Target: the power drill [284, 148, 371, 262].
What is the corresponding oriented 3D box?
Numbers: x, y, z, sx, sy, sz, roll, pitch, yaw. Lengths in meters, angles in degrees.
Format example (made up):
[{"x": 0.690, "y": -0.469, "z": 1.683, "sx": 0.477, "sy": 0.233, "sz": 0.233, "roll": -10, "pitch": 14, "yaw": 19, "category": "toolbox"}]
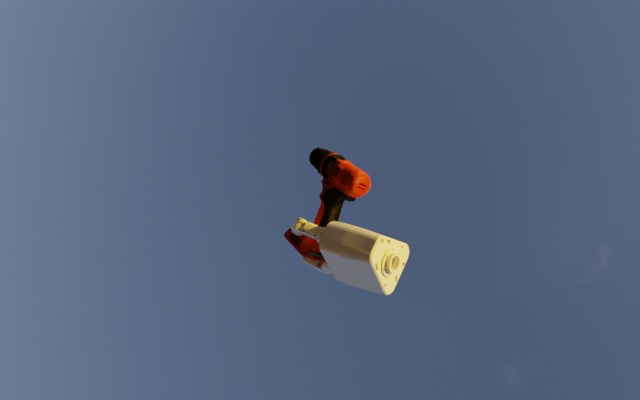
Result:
[{"x": 0.000, "y": 0.003, "z": 0.883, "sx": 0.057, "sy": 0.188, "sz": 0.184, "roll": 18, "pitch": 12, "yaw": -32, "category": "power drill"}]
